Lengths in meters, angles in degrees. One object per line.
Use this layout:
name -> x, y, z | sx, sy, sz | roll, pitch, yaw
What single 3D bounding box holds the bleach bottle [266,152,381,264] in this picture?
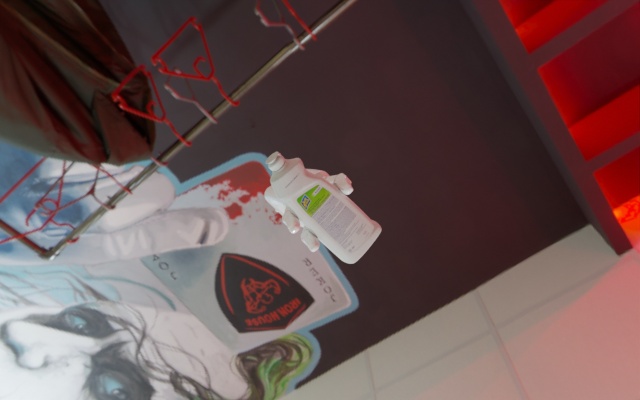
bleach bottle -> 0.000, 0.003, 0.868 | 0.251, 0.102, 0.068 | 47, -15, -26
